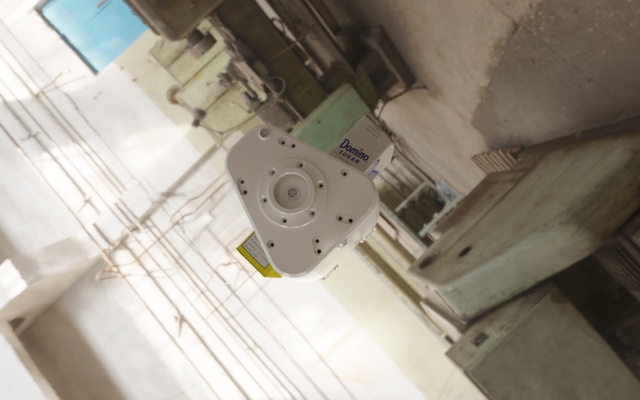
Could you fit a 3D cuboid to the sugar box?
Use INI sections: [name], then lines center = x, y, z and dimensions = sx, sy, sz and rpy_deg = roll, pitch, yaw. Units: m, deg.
[sugar box]
center = 0.000, 0.002, 0.482
dimensions = 0.176, 0.048, 0.093
rpy_deg = -44, -10, -2
